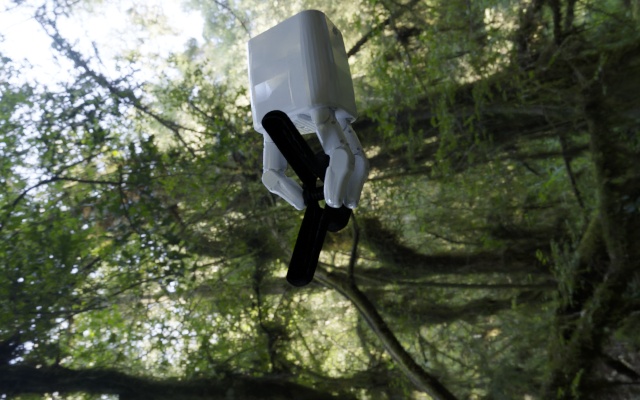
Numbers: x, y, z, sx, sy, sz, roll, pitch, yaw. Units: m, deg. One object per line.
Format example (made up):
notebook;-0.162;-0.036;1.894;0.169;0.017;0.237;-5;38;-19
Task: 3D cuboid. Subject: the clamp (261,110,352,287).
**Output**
clamp;-0.001;0.002;0.522;0.036;0.164;0.210;-7;-5;21
